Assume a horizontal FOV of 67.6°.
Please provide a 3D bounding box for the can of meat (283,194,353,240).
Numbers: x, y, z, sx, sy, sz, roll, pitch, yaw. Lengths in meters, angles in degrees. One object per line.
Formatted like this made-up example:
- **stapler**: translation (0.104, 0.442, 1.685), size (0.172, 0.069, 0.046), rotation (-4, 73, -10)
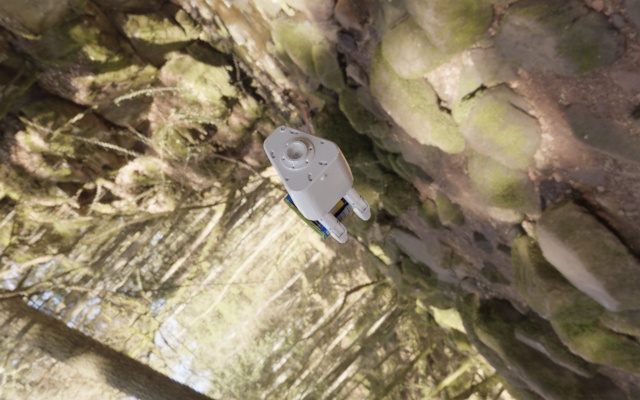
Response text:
- **can of meat**: translation (0.000, 0.003, 0.803), size (0.102, 0.084, 0.057), rotation (41, -7, 20)
